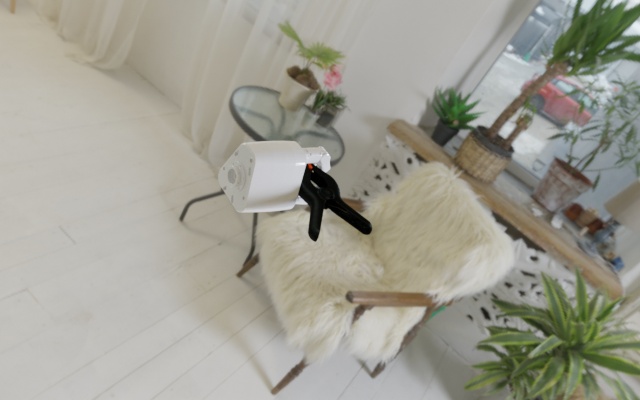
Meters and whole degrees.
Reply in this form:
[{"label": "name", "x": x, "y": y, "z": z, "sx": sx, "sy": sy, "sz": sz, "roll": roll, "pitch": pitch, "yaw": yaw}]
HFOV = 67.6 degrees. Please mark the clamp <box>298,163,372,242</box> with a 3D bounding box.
[{"label": "clamp", "x": 0.000, "y": 0.002, "z": 0.813, "sx": 0.120, "sy": 0.039, "sz": 0.171, "roll": -8, "pitch": 49, "yaw": -42}]
